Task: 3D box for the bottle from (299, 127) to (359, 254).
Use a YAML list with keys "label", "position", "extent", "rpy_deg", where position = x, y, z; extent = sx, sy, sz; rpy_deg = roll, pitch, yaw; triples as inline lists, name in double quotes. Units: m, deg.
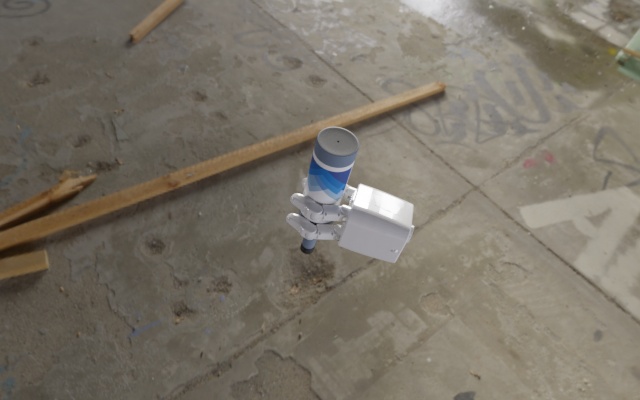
- label: "bottle"
  position: [0.000, 0.003, 0.839]
  extent: [0.069, 0.069, 0.296]
  rpy_deg: [0, -39, -14]
